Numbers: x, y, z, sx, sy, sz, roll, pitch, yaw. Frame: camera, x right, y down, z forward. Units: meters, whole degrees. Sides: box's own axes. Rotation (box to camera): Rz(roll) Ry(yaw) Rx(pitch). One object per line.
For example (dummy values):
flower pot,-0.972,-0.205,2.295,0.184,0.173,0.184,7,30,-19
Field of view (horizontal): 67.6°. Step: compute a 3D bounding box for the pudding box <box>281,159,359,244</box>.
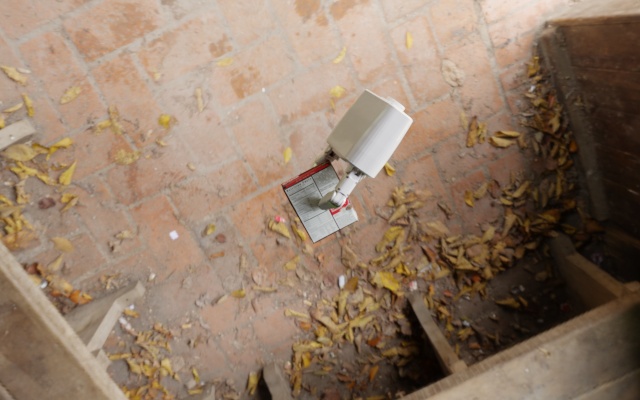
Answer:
pudding box,0.000,0.003,0.785,0.090,0.113,0.039,-27,19,1
